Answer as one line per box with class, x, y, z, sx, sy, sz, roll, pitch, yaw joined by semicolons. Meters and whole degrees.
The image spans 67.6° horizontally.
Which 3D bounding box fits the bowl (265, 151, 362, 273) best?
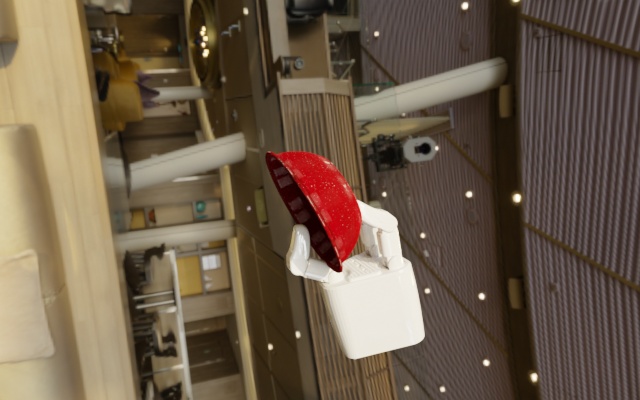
bowl;0.000;0.001;0.553;0.055;0.162;0.162;-32;7;-12
